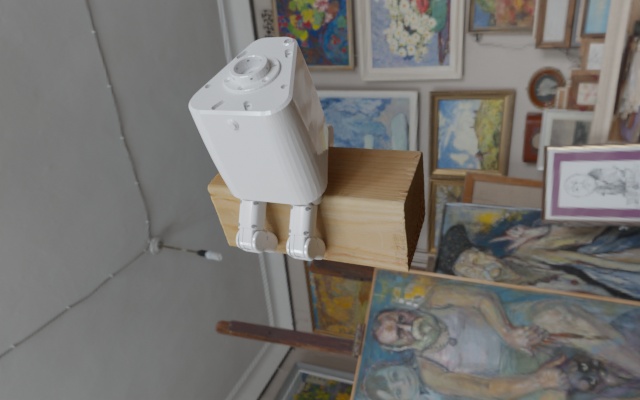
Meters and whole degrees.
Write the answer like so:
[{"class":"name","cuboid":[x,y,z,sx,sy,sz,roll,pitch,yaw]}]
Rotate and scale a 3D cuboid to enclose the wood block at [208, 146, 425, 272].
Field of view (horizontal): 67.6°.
[{"class":"wood block","cuboid":[0.000,0.001,0.511,0.206,0.090,0.090,6,41,22]}]
